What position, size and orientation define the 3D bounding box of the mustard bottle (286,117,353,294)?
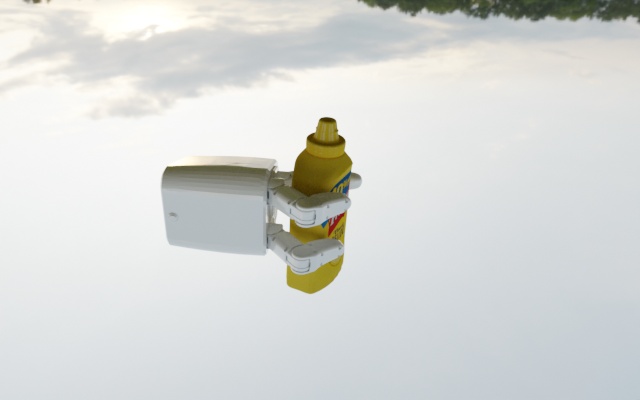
[{"bbox_3d":[0.000,0.002,0.522,0.058,0.192,0.096,17,33,21],"label":"mustard bottle"}]
